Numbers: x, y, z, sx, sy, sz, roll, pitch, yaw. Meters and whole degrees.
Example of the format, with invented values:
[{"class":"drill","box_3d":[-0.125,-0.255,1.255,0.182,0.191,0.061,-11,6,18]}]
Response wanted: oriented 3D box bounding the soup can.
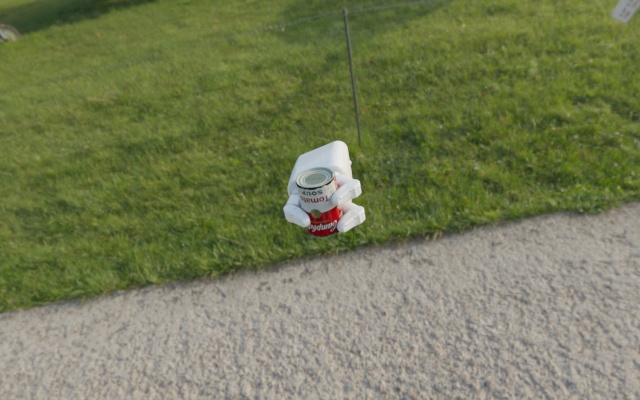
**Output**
[{"class":"soup can","box_3d":[0.000,0.003,0.810,0.068,0.102,0.068,-9,33,6]}]
